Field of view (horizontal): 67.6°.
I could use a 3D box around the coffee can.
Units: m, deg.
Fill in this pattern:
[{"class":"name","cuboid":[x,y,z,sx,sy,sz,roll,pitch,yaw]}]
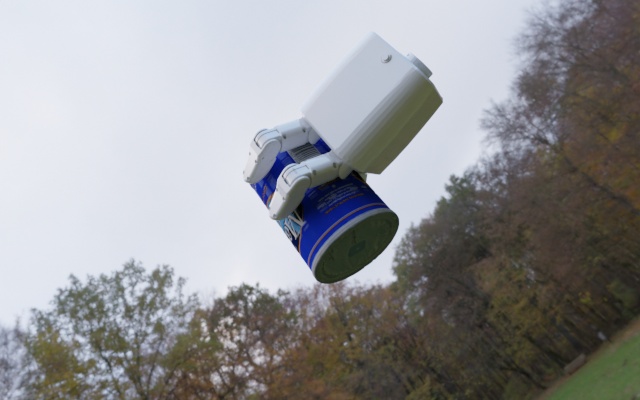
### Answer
[{"class":"coffee can","cuboid":[0.000,0.002,0.506,0.103,0.103,0.140,0,43,-47]}]
